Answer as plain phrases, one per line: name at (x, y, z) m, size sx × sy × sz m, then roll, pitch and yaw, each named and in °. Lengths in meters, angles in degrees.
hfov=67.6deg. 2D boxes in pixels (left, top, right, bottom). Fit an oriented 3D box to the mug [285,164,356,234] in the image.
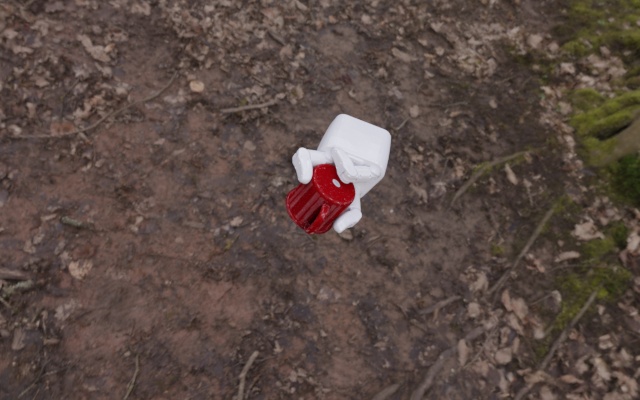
mug at (0.000, 0.003, 0.759) m, size 0.093 × 0.117 × 0.081 m, roll 32°, pitch -47°, yaw -13°
